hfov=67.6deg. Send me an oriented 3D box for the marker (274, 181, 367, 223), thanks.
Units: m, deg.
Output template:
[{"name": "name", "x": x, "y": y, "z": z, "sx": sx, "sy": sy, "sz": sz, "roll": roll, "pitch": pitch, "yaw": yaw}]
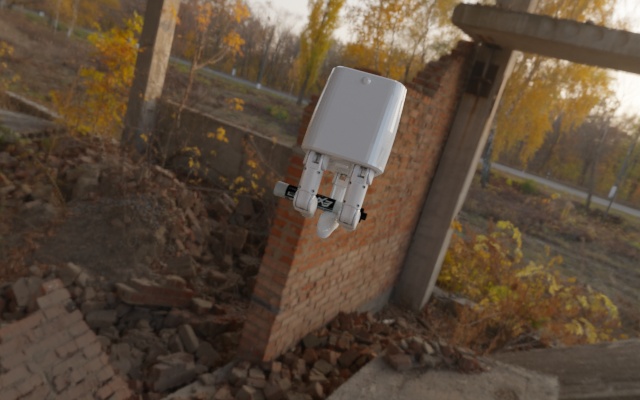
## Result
[{"name": "marker", "x": 0.000, "y": 0.002, "z": 0.601, "sx": 0.121, "sy": 0.020, "sz": 0.020, "roll": 18, "pitch": 3, "yaw": 9}]
